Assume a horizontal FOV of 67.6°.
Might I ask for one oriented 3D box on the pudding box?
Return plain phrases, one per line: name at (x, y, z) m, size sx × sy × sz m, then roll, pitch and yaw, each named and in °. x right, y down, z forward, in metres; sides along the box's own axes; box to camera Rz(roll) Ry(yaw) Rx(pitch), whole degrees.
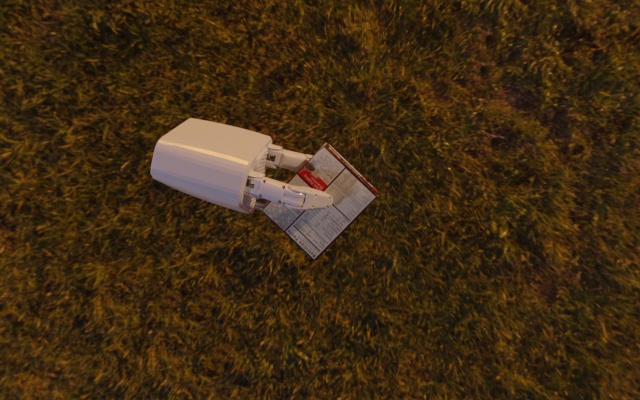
pudding box at (0.000, 0.002, 0.567) m, size 0.090 × 0.113 × 0.039 m, roll 44°, pitch 11°, yaw -2°
